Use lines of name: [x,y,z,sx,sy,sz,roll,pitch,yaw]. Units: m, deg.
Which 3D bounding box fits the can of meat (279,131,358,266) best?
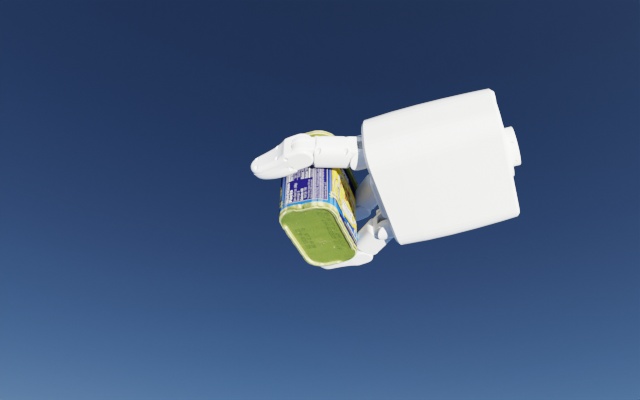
can of meat: [0.000,0.002,0.446,0.057,0.084,0.102,-12,-39,15]
